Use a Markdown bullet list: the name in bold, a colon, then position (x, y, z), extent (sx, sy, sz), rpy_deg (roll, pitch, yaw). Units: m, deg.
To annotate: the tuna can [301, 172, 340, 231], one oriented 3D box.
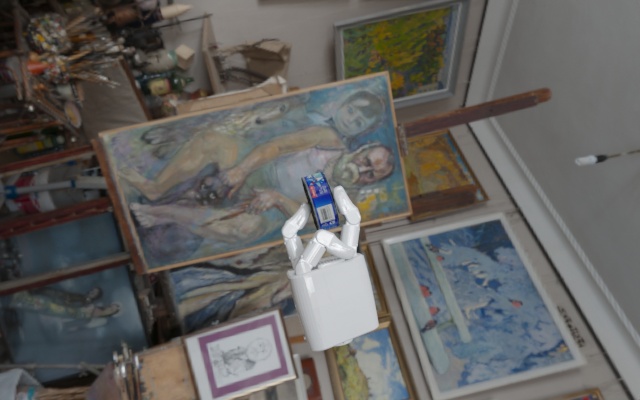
- **tuna can**: position (0.001, 0.002, 0.704), extent (0.034, 0.086, 0.086), rpy_deg (-17, 1, -4)
